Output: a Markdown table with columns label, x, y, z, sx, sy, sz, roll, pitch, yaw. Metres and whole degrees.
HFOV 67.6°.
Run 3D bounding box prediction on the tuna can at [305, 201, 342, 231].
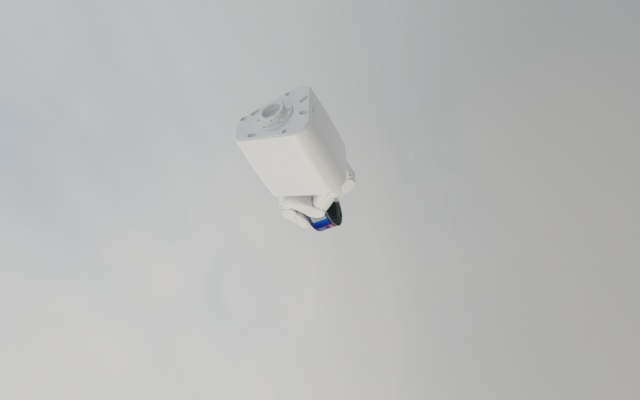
| label | x | y | z | sx | sy | sz | roll | pitch | yaw |
| --- | --- | --- | --- | --- | --- | --- | --- | --- | --- |
| tuna can | 0.000 | 0.003 | 0.721 | 0.034 | 0.086 | 0.086 | -20 | -6 | 18 |
